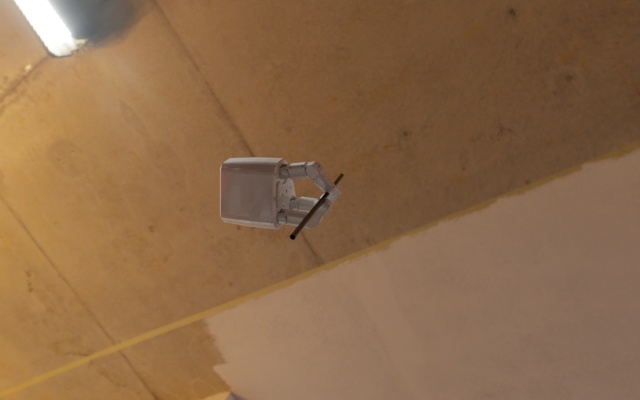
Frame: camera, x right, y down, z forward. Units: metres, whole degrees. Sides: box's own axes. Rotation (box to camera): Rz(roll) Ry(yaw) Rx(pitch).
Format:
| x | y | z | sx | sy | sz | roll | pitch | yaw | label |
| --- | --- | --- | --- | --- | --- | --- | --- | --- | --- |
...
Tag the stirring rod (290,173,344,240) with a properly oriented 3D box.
| x | y | z | sx | sy | sz | roll | pitch | yaw | label |
| --- | --- | --- | --- | --- | --- | --- | --- | --- | --- |
| 0.000 | 0.002 | 0.747 | 0.011 | 0.011 | 0.239 | 0 | 23 | 20 | stirring rod |
